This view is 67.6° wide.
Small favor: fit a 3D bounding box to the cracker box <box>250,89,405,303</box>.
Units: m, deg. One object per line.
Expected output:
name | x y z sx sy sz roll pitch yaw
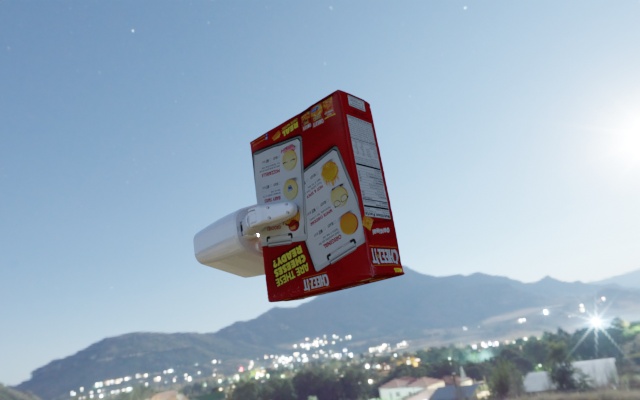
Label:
cracker box | 0.000 0.002 0.576 0.164 0.213 0.072 -22 -20 40
